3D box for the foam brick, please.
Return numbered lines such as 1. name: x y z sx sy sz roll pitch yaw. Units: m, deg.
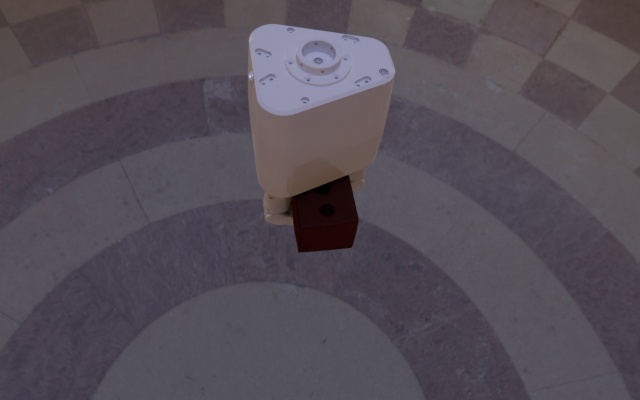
1. foam brick: 0.000 0.002 0.441 0.053 0.078 0.051 -6 -30 -9
